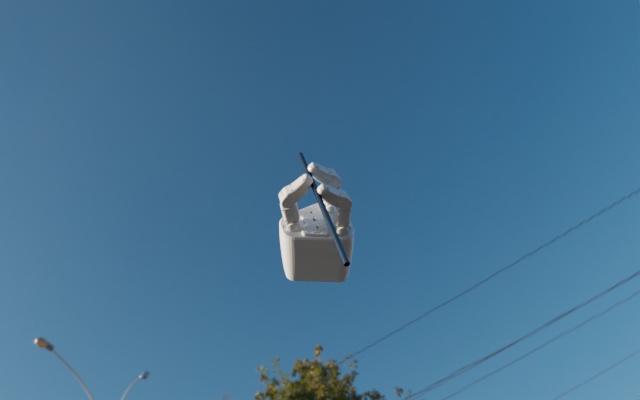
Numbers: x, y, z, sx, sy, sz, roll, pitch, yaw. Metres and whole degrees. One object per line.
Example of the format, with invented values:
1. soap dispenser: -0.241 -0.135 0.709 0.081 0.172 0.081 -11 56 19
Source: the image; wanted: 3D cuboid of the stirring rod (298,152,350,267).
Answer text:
1. stirring rod: 0.000 0.002 0.661 0.011 0.011 0.239 0 38 -20
